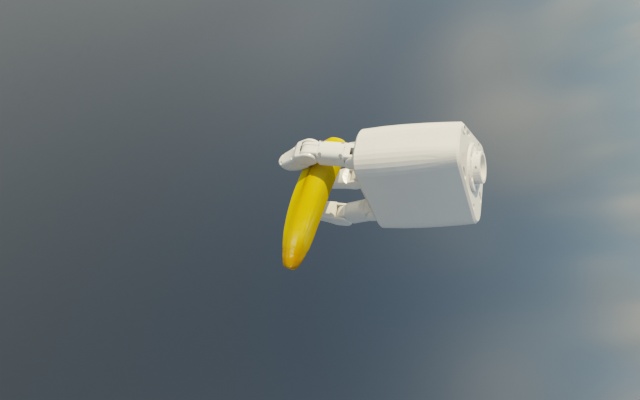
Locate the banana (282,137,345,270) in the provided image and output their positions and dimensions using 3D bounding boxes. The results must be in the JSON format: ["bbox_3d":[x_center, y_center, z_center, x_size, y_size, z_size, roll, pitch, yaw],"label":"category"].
[{"bbox_3d":[-0.002,-0.014,0.540,0.037,0.070,0.197,7,44,19],"label":"banana"}]
